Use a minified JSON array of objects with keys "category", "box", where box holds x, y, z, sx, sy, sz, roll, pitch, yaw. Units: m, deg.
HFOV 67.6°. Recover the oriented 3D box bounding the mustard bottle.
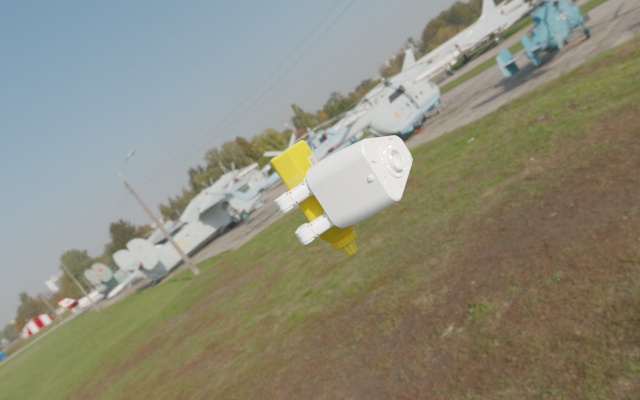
[{"category":"mustard bottle","box":[0.000,0.002,0.737,0.058,0.191,0.096,-31,7,16]}]
